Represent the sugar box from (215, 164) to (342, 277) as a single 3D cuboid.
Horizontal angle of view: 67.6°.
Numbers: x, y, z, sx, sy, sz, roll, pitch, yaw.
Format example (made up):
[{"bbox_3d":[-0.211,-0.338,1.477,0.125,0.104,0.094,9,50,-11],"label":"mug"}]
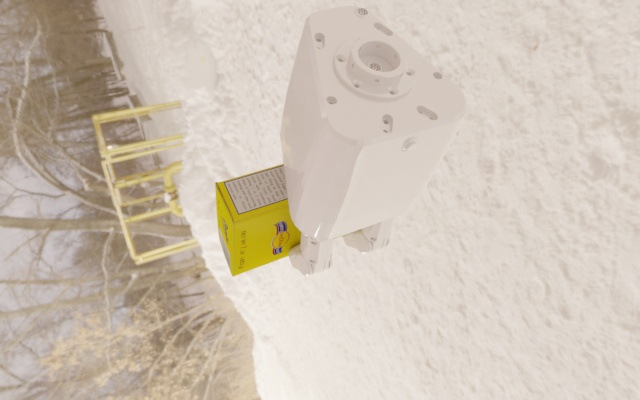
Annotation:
[{"bbox_3d":[0.000,0.002,0.414,0.176,0.048,0.093,-16,-29,-20],"label":"sugar box"}]
